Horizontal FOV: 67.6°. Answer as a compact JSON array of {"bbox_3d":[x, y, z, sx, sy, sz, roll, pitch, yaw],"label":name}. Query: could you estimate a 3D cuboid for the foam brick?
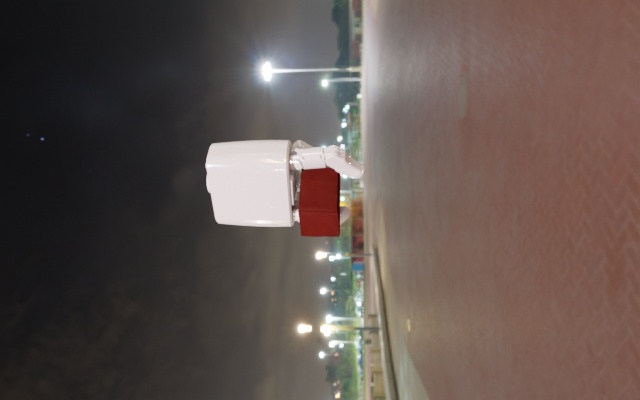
[{"bbox_3d":[0.000,0.002,0.617,0.051,0.078,0.053,0,-42,2],"label":"foam brick"}]
